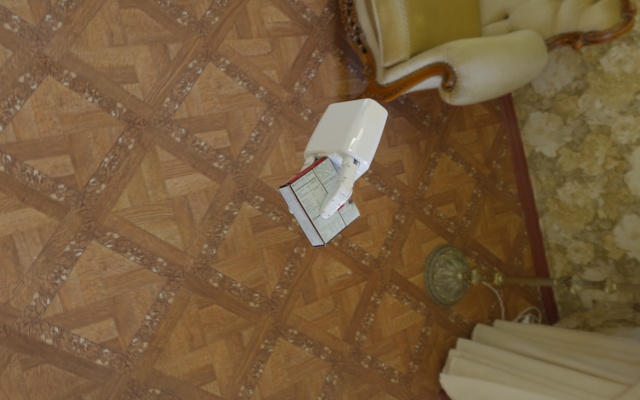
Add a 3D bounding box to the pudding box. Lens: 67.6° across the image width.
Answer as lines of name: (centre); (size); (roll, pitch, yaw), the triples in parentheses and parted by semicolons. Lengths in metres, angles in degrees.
pudding box: (0.000, 0.002, 0.739); (0.090, 0.113, 0.039); (-37, 12, -31)
